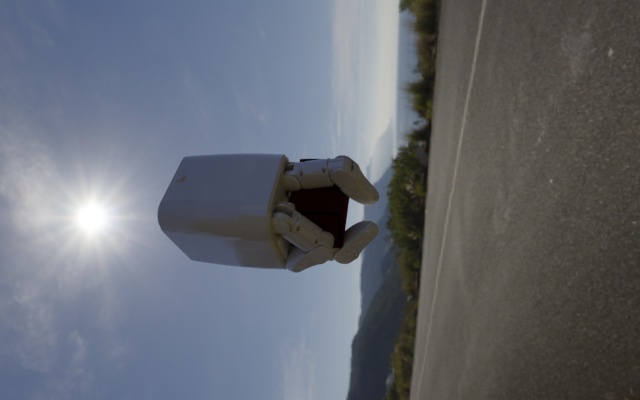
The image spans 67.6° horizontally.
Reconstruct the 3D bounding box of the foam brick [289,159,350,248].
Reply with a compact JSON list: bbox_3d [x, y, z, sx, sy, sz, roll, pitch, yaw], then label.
[{"bbox_3d":[0.000,0.001,0.481,0.051,0.053,0.078,2,45,9],"label":"foam brick"}]
